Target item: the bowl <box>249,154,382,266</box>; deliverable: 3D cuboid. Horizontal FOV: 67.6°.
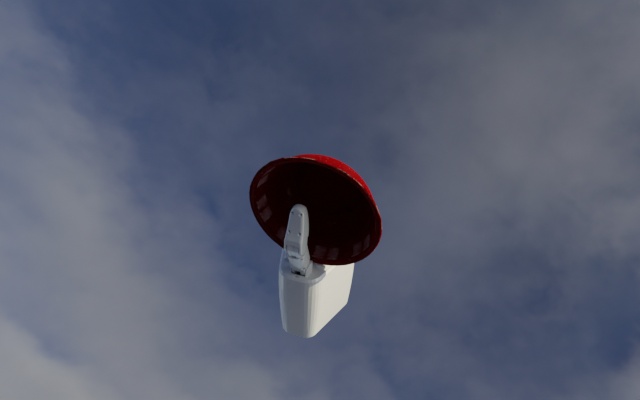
[{"bbox_3d":[0.001,0.001,0.563,0.162,0.162,0.055,0,39,26],"label":"bowl"}]
